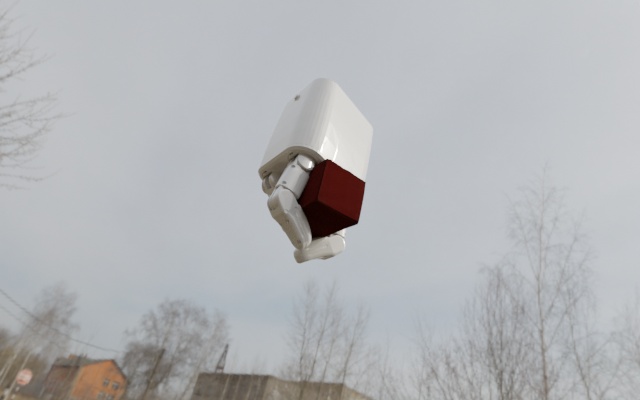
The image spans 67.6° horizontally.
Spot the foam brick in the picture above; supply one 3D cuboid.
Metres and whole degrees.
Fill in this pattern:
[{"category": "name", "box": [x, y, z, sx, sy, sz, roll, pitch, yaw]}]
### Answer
[{"category": "foam brick", "box": [0.000, 0.002, 0.490, 0.053, 0.051, 0.078, 31, -33, -25]}]
